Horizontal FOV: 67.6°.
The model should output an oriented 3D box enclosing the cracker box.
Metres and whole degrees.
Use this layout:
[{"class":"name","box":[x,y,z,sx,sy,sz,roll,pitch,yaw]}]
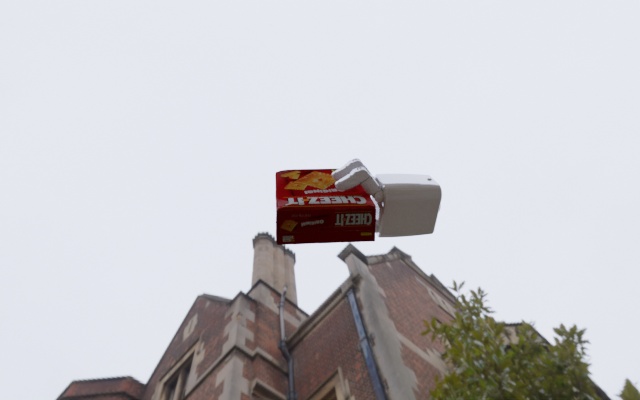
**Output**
[{"class":"cracker box","box":[0.000,0.003,0.865,0.164,0.072,0.213,-2,20,-5]}]
